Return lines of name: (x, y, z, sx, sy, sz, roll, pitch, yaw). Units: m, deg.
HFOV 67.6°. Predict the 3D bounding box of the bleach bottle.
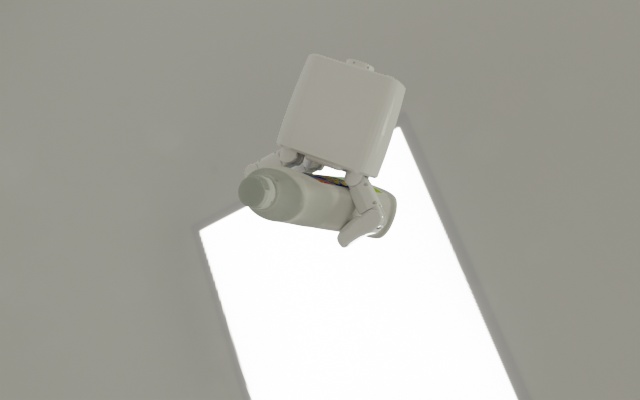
bleach bottle: (0.000, 0.002, 0.535, 0.102, 0.068, 0.251, 22, 7, 25)
